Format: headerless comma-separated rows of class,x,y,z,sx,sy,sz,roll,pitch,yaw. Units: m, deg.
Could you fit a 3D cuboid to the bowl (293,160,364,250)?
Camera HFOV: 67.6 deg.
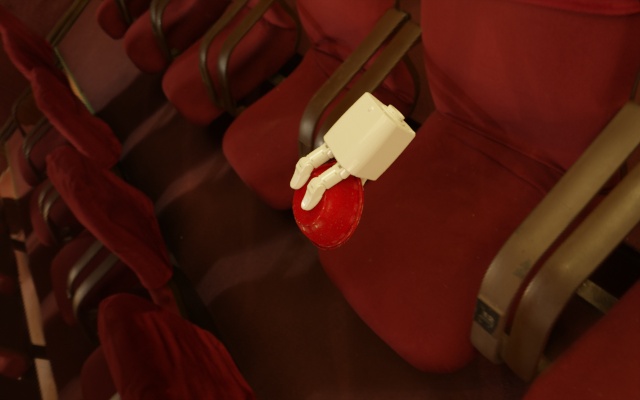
bowl,-0.001,0.004,0.832,0.055,0.162,0.162,12,-8,-38
